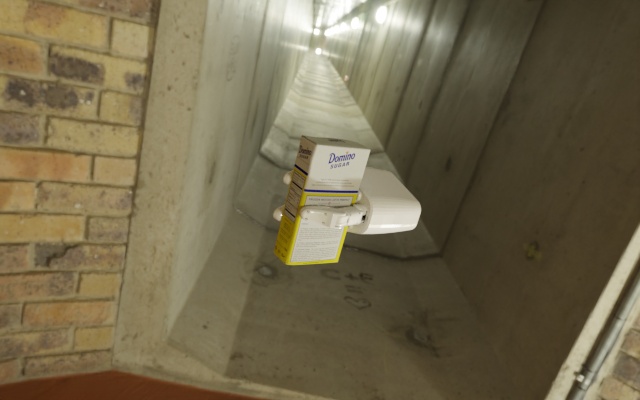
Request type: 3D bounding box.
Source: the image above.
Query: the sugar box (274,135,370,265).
[{"bbox_3d":[0.000,0.002,0.660,0.093,0.176,0.048,1,21,-36],"label":"sugar box"}]
